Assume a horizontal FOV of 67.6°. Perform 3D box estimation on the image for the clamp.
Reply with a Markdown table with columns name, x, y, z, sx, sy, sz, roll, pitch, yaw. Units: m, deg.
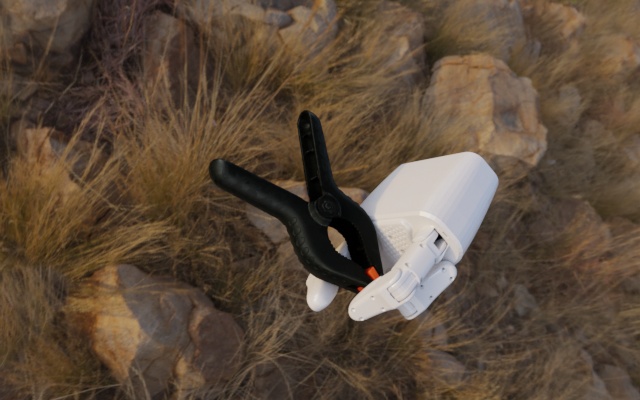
| name | x | y | z | sx | sy | sz | roll | pitch | yaw |
| --- | --- | --- | --- | --- | --- | --- | --- | --- | --- |
| clamp | 0.000 | 0.001 | 0.413 | 0.120 | 0.171 | 0.039 | -46 | 8 | -30 |
